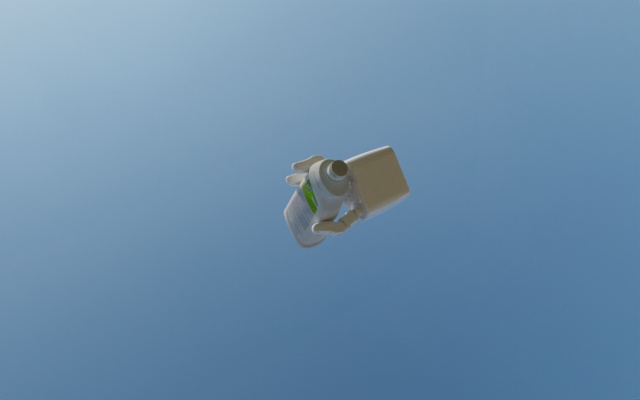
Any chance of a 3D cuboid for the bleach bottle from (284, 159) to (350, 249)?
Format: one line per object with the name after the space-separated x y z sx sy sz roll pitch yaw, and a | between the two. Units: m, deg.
0.000 0.003 0.861 0.068 0.102 0.251 -23 -14 -24 | bleach bottle
